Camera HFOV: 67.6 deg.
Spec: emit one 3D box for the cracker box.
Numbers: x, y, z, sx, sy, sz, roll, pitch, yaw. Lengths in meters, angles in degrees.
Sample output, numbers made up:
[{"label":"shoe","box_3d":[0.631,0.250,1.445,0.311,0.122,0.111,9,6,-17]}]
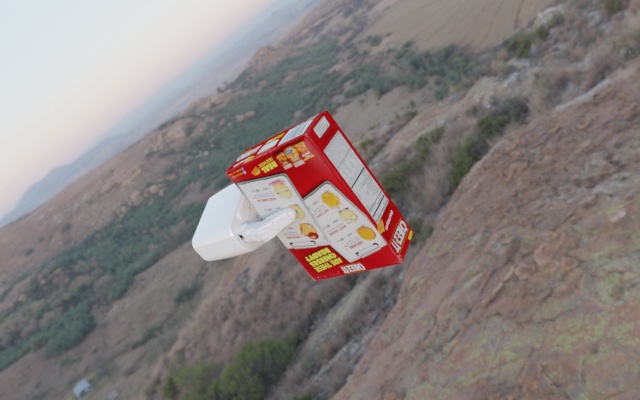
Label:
[{"label":"cracker box","box_3d":[0.000,0.002,0.649,0.164,0.214,0.072,-19,27,42]}]
